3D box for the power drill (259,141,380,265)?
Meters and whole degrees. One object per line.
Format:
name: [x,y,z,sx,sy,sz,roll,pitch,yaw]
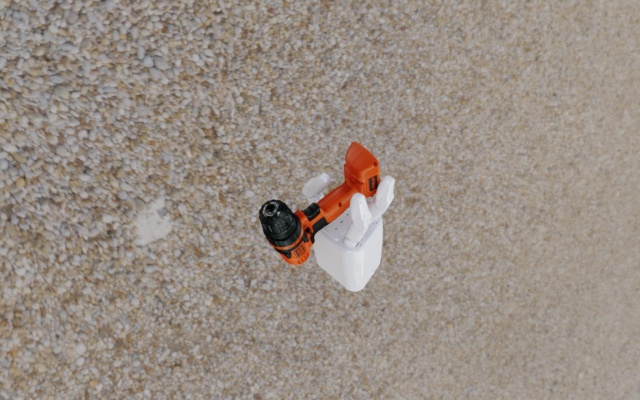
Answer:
power drill: [0.001,0.002,0.679,0.187,0.057,0.184,-40,-21,-10]
